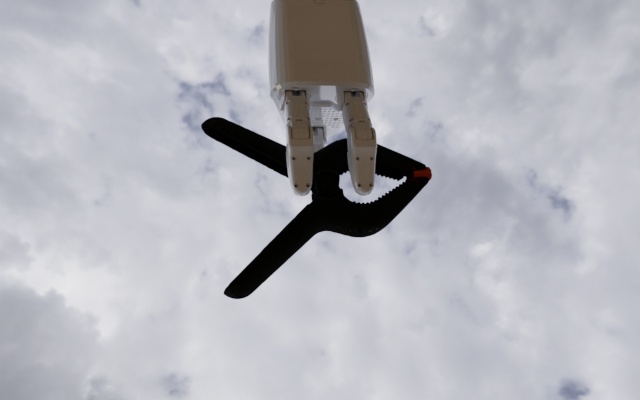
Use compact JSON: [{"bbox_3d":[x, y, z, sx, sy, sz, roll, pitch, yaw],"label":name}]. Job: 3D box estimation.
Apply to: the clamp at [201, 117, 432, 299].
[{"bbox_3d":[0.000,0.001,0.432,0.210,0.164,0.036,-1,-16,-10],"label":"clamp"}]
